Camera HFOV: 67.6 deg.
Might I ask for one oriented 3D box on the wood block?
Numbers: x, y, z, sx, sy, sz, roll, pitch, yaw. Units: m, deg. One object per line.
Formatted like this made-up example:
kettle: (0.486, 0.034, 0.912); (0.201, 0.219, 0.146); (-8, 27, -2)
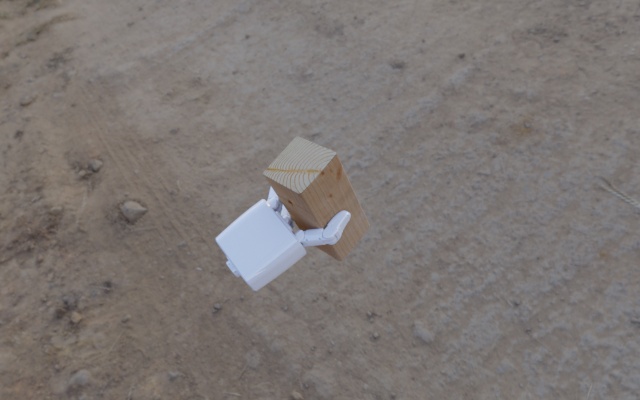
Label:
wood block: (0.000, 0.003, 0.809); (0.090, 0.090, 0.206); (28, -21, 36)
